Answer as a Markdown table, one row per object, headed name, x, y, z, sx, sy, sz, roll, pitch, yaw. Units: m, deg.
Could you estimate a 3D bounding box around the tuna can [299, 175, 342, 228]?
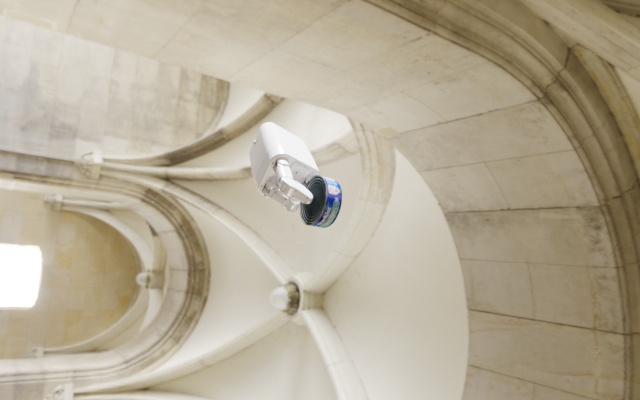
| name | x | y | z | sx | sy | sz | roll | pitch | yaw |
| --- | --- | --- | --- | --- | --- | --- | --- | --- | --- |
| tuna can | 0.001 | 0.003 | 0.802 | 0.034 | 0.086 | 0.086 | 13 | -7 | -29 |
